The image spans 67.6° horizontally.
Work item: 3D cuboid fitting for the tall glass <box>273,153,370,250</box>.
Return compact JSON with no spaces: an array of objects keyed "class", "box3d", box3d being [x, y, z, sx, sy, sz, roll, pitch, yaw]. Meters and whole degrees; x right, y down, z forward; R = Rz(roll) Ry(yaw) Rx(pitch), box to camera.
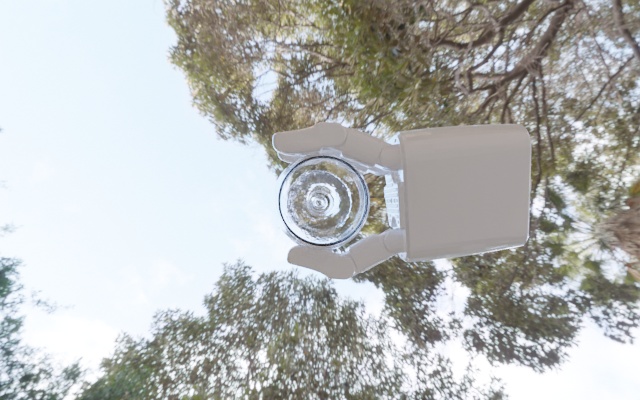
[{"class":"tall glass","box3d":[0.000,0.001,0.422,0.079,0.079,0.201,0,-1,-1]}]
